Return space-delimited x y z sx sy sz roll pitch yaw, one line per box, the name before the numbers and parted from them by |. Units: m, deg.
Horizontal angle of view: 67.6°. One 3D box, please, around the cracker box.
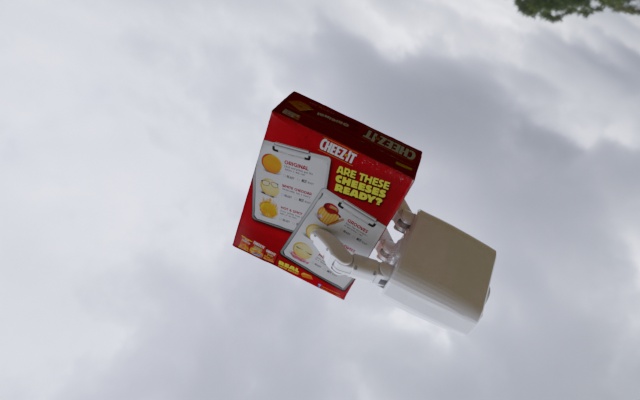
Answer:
cracker box | 0.000 0.002 0.571 0.164 0.214 0.072 26 39 3
